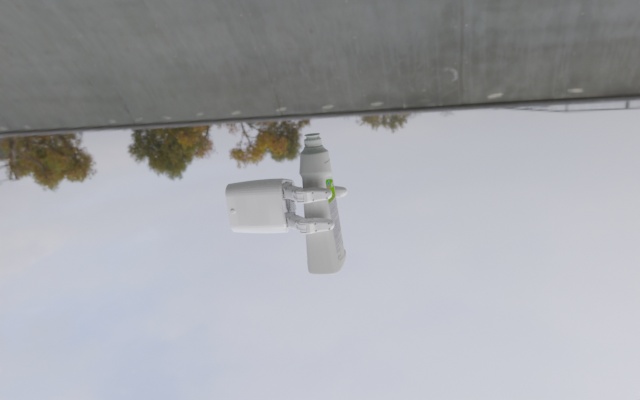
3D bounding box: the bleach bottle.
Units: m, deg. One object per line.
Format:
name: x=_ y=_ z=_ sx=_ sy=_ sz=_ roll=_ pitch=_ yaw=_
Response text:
bleach bottle: x=0.000 y=0.003 z=0.868 sx=0.068 sy=0.251 sz=0.102 roll=-3 pitch=17 yaw=12
